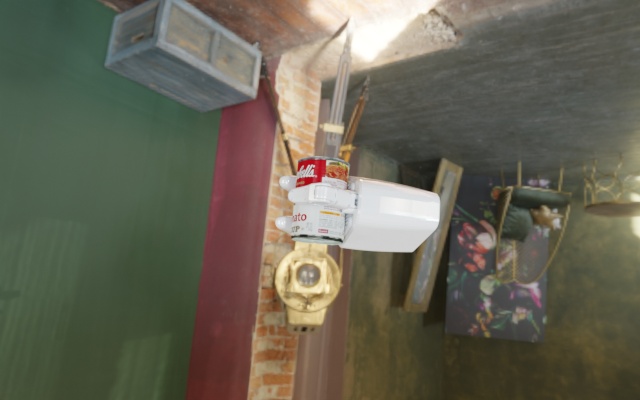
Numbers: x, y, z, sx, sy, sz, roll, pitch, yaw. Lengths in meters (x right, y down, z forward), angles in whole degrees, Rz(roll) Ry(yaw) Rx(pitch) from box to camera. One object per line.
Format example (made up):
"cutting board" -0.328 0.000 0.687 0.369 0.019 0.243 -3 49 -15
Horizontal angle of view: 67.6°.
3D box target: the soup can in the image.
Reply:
"soup can" 0.000 0.002 0.608 0.068 0.102 0.068 5 -11 1
